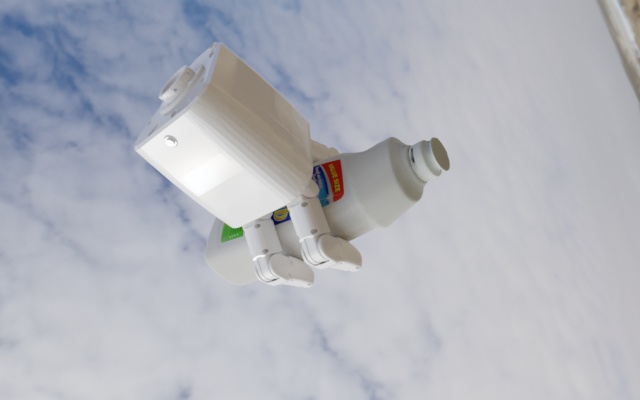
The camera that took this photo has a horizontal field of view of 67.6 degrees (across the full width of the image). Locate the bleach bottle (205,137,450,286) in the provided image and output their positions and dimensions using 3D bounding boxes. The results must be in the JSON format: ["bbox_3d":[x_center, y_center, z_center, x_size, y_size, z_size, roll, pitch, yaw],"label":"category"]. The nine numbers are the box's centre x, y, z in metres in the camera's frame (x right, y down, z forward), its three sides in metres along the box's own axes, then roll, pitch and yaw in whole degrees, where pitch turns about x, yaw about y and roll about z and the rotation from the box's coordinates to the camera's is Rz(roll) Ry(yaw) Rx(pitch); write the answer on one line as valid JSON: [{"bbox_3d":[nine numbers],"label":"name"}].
[{"bbox_3d":[0.000,0.002,0.440,0.251,0.102,0.068,-25,-54,35],"label":"bleach bottle"}]
